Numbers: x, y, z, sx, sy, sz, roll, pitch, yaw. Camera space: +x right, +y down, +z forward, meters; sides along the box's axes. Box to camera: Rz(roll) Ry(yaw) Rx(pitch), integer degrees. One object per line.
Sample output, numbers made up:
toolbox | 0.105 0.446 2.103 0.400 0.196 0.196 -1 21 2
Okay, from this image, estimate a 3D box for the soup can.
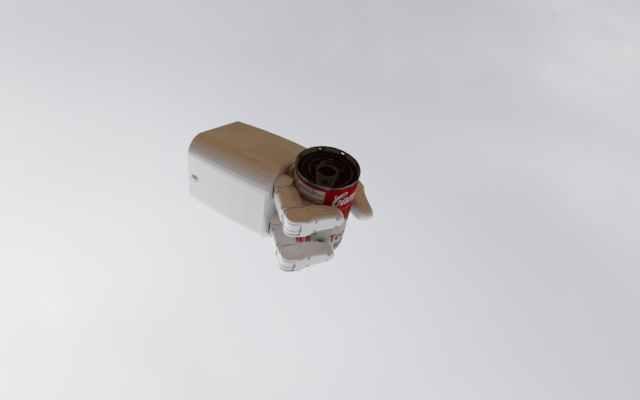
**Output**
soup can | 0.001 0.002 0.518 0.068 0.102 0.068 7 42 -6
